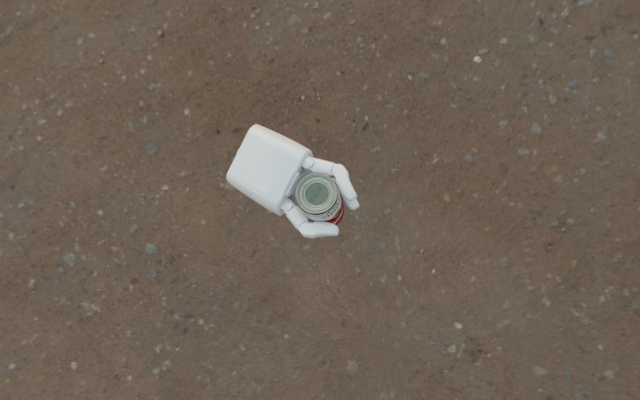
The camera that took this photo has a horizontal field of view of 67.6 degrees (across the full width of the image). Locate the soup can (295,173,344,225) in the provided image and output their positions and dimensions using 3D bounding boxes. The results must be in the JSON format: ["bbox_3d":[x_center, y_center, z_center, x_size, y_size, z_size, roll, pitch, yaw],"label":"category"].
[{"bbox_3d":[0.000,0.003,0.759,0.068,0.068,0.102,0,-16,8],"label":"soup can"}]
